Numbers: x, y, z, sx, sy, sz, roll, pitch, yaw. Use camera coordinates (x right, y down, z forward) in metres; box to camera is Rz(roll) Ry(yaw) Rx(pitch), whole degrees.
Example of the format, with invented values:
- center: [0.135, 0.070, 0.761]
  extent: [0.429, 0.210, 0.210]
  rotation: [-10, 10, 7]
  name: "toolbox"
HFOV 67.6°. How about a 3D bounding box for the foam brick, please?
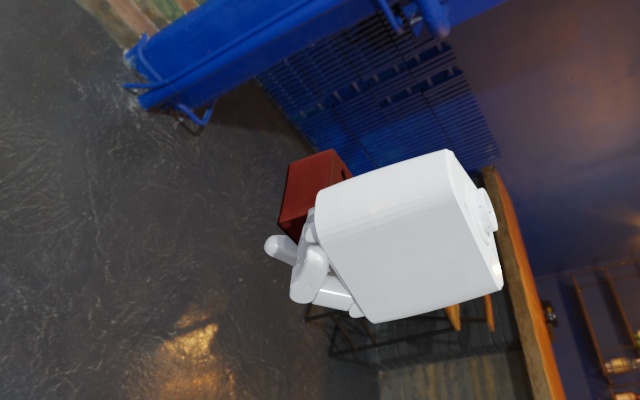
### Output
- center: [0.000, 0.001, 0.438]
  extent: [0.051, 0.078, 0.053]
  rotation: [-20, -48, 25]
  name: "foam brick"
